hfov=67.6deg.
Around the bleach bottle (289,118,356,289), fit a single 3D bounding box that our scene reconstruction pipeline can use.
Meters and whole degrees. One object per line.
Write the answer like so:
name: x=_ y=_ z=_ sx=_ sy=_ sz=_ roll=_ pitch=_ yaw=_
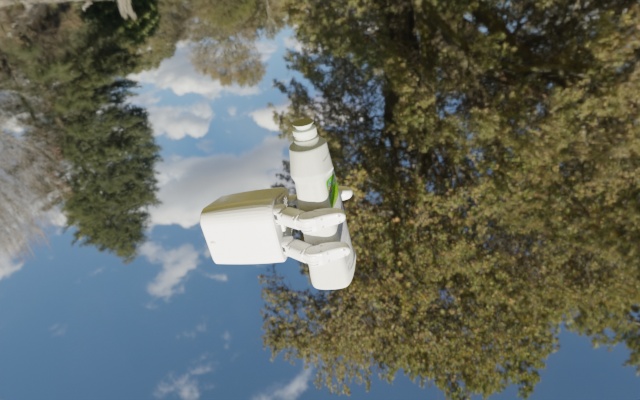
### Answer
bleach bottle: x=0.000 y=0.002 z=0.682 sx=0.068 sy=0.251 sz=0.102 roll=-5 pitch=30 yaw=11
